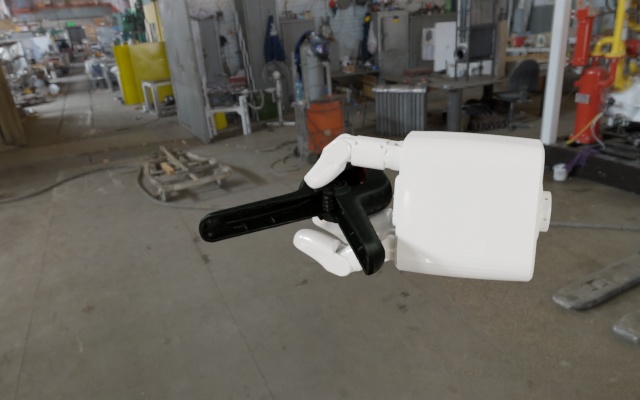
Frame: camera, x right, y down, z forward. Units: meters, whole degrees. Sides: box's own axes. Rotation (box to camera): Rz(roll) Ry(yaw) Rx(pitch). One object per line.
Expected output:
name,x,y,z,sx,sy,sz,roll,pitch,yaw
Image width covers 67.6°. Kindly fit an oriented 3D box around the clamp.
clamp,0.000,0.001,0.452,0.164,0.036,0.210,6,24,19
